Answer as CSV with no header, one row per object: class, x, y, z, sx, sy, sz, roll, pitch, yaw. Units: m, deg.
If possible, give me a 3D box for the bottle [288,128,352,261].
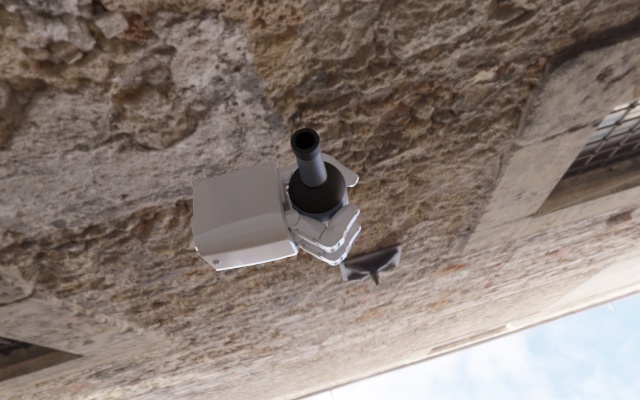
bottle,0.000,0.002,0.575,0.069,0.069,0.296,0,-23,6
